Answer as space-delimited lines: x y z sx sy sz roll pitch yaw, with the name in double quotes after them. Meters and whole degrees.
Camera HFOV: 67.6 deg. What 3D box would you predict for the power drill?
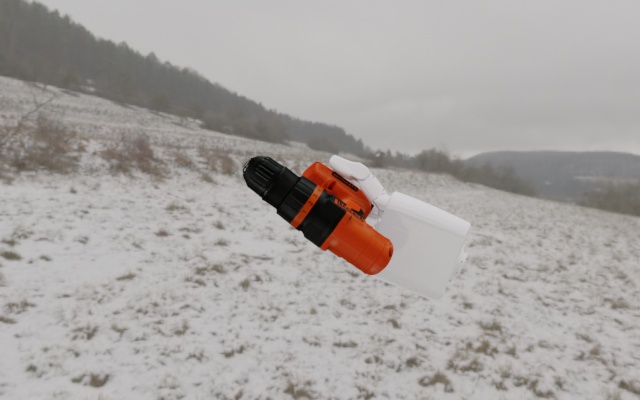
0.000 0.002 0.575 0.184 0.057 0.187 37 13 -4 "power drill"
